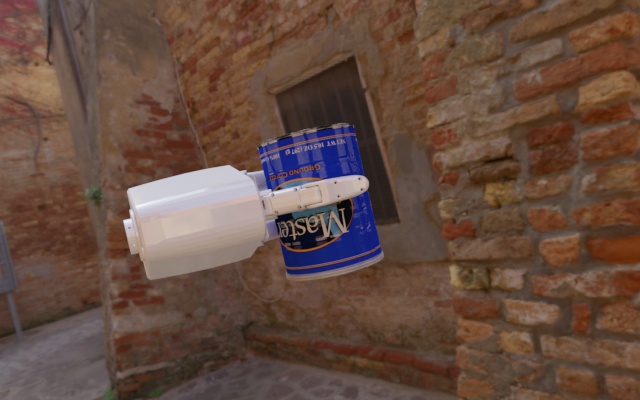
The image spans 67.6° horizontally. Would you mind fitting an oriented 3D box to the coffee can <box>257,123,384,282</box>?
[{"bbox_3d":[0.000,0.002,0.493,0.103,0.140,0.103,-13,1,0],"label":"coffee can"}]
